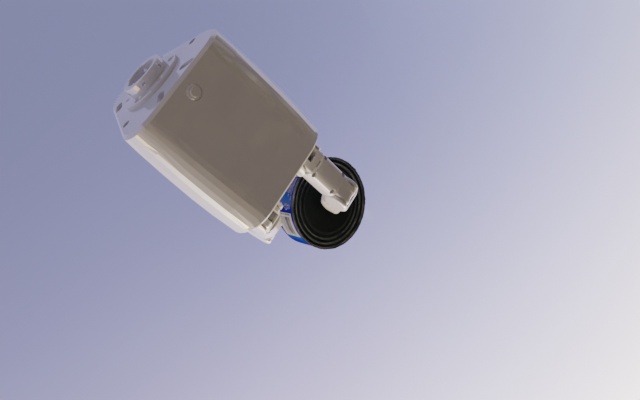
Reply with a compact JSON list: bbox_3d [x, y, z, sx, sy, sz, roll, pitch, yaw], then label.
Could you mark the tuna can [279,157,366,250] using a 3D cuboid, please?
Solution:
[{"bbox_3d":[0.000,0.001,0.453,0.086,0.086,0.034,0,5,-38],"label":"tuna can"}]
